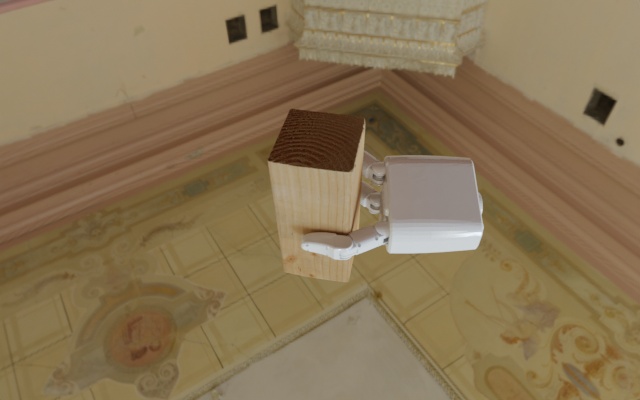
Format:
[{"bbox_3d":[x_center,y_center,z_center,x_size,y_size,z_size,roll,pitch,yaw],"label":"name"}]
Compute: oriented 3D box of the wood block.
[{"bbox_3d":[0.000,0.002,0.581,0.090,0.090,0.206,8,-41,9],"label":"wood block"}]
